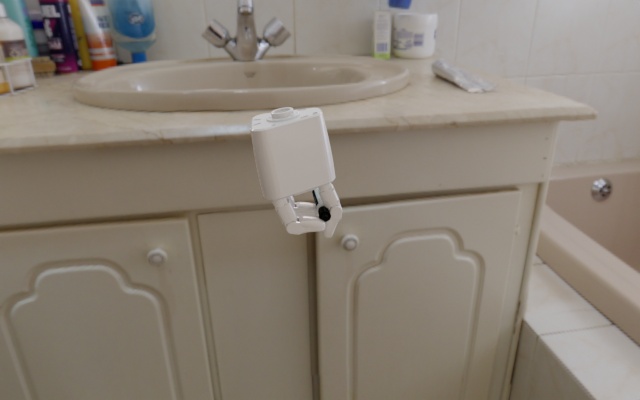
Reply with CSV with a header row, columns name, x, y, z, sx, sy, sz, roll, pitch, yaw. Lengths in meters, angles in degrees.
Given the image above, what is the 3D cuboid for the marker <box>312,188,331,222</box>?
name,x,y,z,sx,sy,sz,roll,pitch,yaw
marker,0.000,0.003,0.772,0.020,0.020,0.121,0,23,-7
